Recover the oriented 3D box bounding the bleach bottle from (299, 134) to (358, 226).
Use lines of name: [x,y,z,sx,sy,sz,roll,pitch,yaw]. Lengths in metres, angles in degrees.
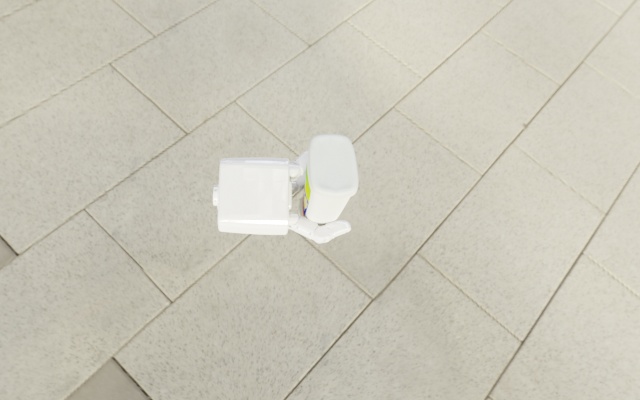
bleach bottle: [0.000,0.002,0.757,0.068,0.102,0.251,0,-26,-9]
